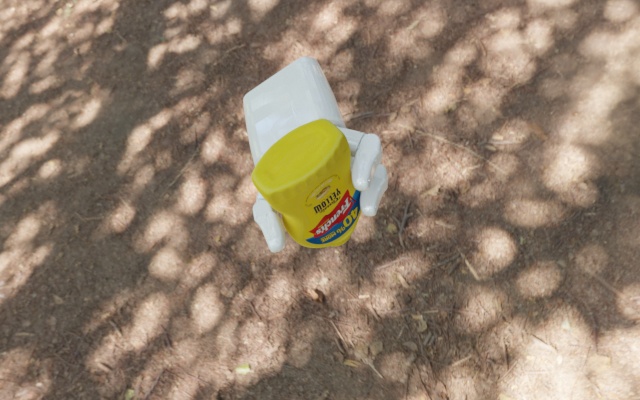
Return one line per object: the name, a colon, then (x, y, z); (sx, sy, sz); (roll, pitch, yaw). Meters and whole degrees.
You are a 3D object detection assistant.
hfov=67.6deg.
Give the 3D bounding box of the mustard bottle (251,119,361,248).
mustard bottle: (0.000, 0.002, 0.519); (0.058, 0.096, 0.192); (45, -10, 31)
